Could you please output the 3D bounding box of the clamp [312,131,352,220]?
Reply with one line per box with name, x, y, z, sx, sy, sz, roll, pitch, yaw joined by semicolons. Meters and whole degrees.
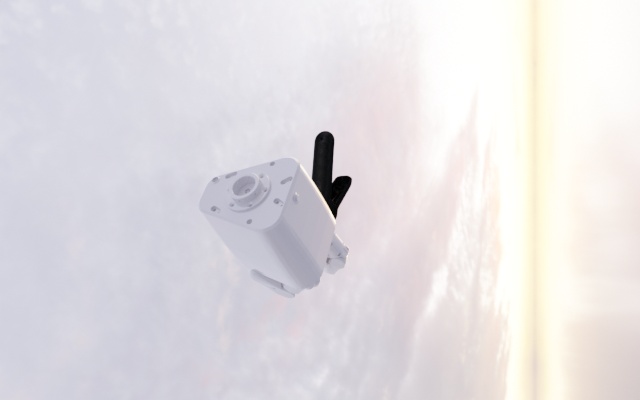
clamp;0.000;0.002;0.598;0.039;0.171;0.120;0;-37;24
